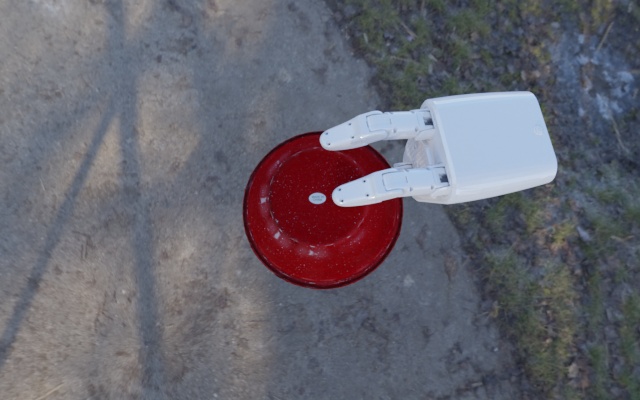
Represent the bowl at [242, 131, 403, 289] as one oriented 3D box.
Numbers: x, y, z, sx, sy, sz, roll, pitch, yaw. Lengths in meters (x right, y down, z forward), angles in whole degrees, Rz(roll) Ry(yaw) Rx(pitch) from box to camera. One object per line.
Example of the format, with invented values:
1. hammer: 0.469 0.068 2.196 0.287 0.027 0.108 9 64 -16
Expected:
1. bowl: -0.001 0.002 0.452 0.162 0.162 0.055 0 -12 4
